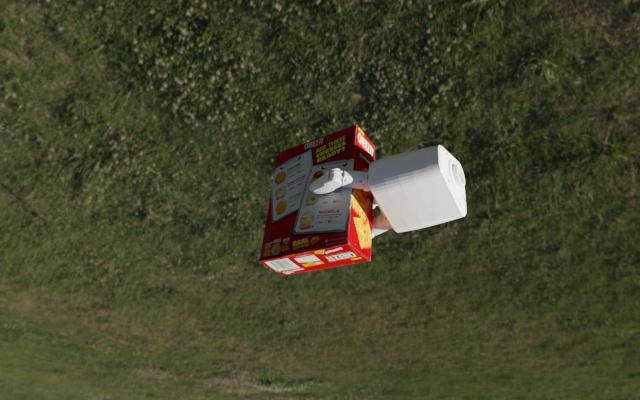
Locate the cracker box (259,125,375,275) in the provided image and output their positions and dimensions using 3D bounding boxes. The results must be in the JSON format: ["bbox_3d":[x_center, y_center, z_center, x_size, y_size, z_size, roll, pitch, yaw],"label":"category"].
[{"bbox_3d":[0.000,0.003,0.763,0.164,0.213,0.072,-15,-38,31],"label":"cracker box"}]
